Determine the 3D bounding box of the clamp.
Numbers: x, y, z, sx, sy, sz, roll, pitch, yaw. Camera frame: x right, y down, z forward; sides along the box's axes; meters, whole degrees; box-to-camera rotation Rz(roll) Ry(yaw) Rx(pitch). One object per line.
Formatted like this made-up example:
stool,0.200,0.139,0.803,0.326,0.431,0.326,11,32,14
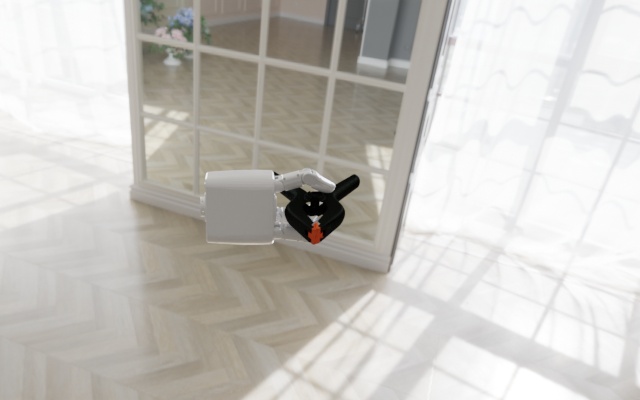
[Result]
clamp,0.000,0.002,0.780,0.164,0.036,0.210,-2,28,-8
